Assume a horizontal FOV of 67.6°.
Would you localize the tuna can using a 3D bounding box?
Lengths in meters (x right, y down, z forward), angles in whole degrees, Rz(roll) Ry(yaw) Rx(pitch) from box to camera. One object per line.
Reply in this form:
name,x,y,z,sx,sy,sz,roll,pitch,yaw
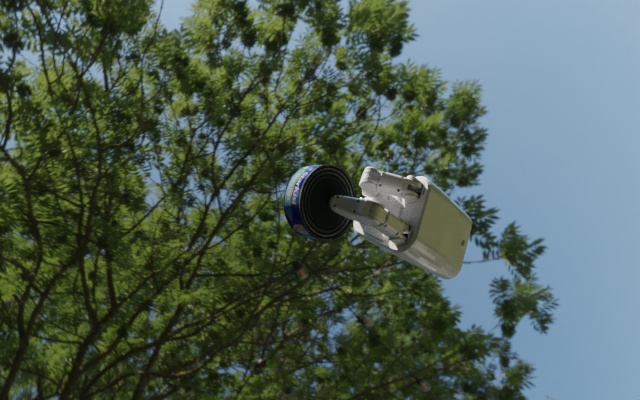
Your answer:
tuna can,0.000,0.002,0.542,0.086,0.086,0.034,0,2,-41
